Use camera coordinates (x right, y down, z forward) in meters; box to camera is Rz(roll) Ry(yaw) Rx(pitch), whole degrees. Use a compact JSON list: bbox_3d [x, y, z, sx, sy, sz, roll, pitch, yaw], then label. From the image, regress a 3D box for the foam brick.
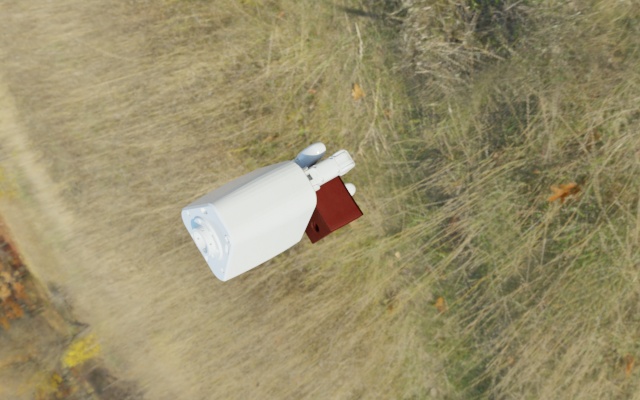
[{"bbox_3d":[0.000,0.002,0.553,0.051,0.078,0.053,-29,-5,-33],"label":"foam brick"}]
